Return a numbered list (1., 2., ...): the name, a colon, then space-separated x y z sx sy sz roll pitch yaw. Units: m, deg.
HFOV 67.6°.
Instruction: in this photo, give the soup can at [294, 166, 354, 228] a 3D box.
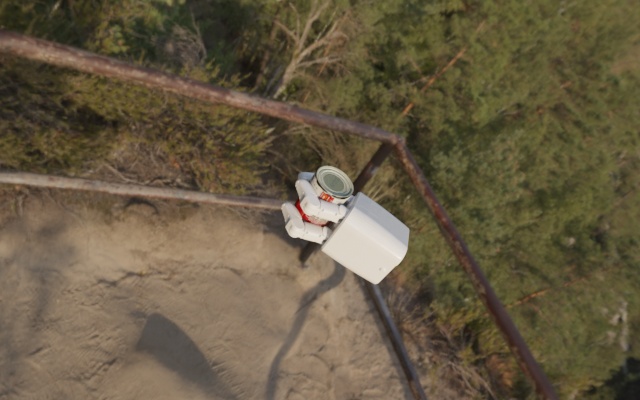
1. soup can: 0.000 0.002 0.762 0.068 0.068 0.102 0 -39 -35
